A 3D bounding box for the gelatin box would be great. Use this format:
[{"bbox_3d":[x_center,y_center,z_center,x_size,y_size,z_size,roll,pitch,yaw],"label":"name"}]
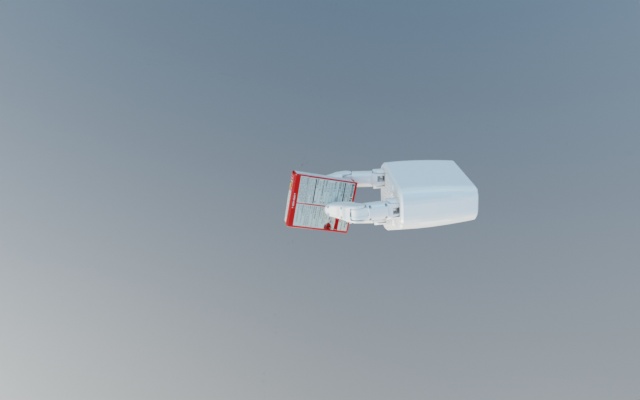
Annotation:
[{"bbox_3d":[0.000,0.002,0.651,0.089,0.073,0.030,7,12,-14],"label":"gelatin box"}]
